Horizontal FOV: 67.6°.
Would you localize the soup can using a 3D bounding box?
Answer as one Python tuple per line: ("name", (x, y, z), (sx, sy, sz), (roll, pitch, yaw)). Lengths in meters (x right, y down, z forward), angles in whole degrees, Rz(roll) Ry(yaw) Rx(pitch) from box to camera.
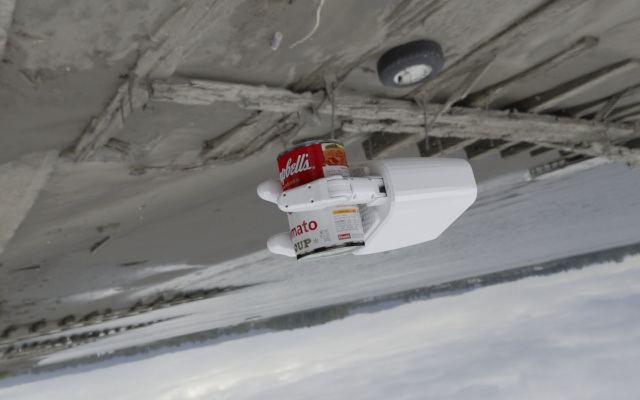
("soup can", (0.000, 0.002, 0.456), (0.068, 0.102, 0.068), (-11, -12, -2))
